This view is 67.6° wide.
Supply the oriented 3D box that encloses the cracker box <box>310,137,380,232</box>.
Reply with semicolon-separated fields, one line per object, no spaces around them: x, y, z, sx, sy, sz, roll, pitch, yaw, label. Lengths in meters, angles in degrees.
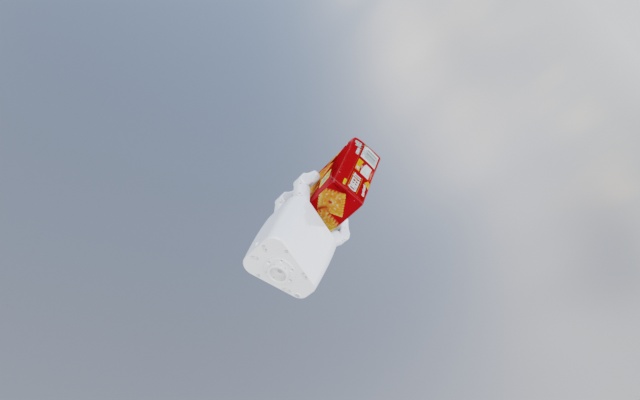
0.000;0.003;0.852;0.214;0.072;0.164;-42;12;35;cracker box
